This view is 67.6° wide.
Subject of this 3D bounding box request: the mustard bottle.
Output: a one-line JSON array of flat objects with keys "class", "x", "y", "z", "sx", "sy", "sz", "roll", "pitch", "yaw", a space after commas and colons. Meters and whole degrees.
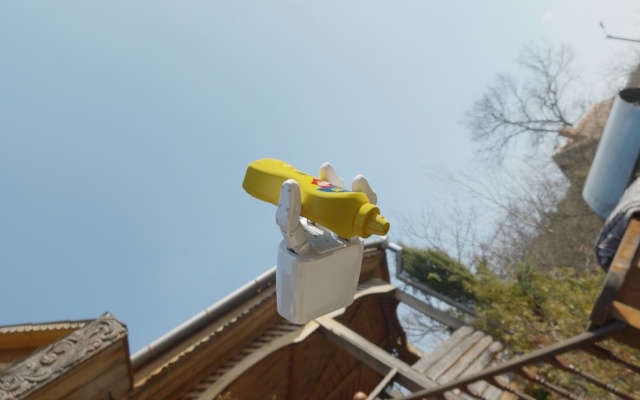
[{"class": "mustard bottle", "x": 0.000, "y": 0.002, "z": 0.593, "sx": 0.191, "sy": 0.058, "sz": 0.096, "roll": 23, "pitch": 8, "yaw": 32}]
